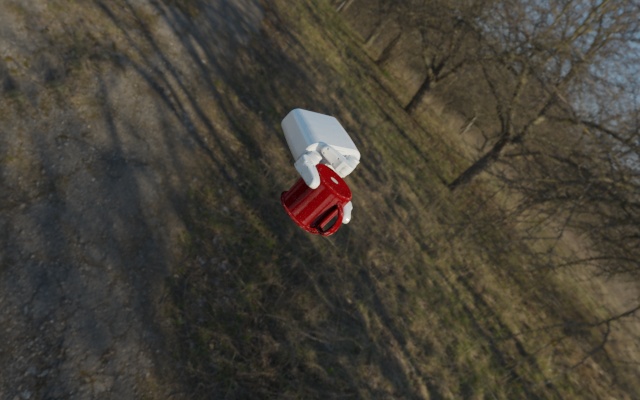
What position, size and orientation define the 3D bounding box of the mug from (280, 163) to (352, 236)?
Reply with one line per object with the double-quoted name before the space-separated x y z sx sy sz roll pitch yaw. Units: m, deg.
"mug" 0.001 0.003 0.768 0.081 0.117 0.093 -44 -41 21
